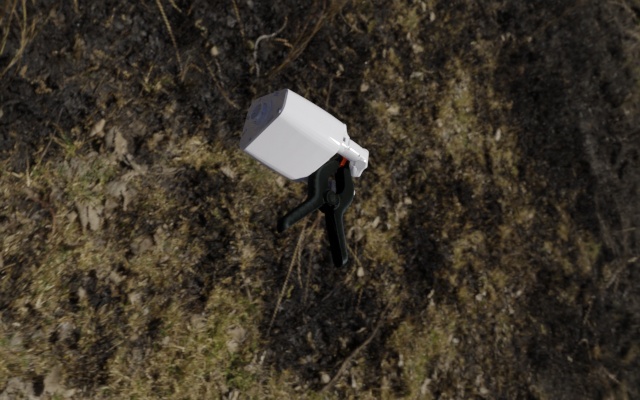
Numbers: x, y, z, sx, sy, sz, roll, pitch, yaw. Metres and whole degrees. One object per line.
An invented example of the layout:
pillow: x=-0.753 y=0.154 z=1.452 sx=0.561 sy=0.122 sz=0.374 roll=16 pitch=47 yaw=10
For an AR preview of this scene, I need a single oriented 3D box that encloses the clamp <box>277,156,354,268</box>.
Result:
clamp: x=0.001 y=0.002 z=0.704 sx=0.120 sy=0.171 sz=0.039 roll=28 pitch=-33 yaw=-33
